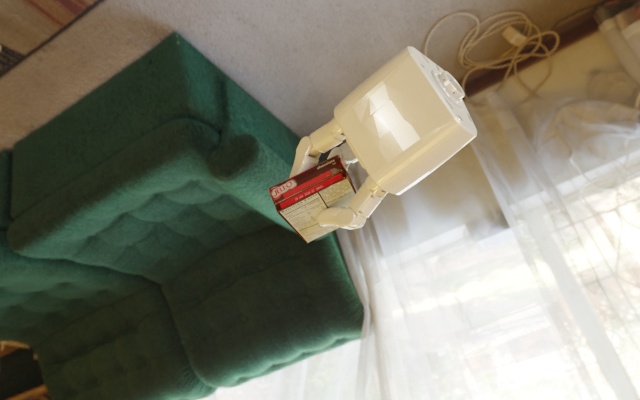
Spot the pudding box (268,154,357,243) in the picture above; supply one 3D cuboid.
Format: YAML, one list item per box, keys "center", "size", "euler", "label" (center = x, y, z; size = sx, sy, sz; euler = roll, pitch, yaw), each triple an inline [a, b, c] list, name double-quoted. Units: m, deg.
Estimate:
- center: [0.000, 0.002, 0.575]
  size: [0.090, 0.039, 0.113]
  euler: [-25, -30, 5]
  label: "pudding box"
